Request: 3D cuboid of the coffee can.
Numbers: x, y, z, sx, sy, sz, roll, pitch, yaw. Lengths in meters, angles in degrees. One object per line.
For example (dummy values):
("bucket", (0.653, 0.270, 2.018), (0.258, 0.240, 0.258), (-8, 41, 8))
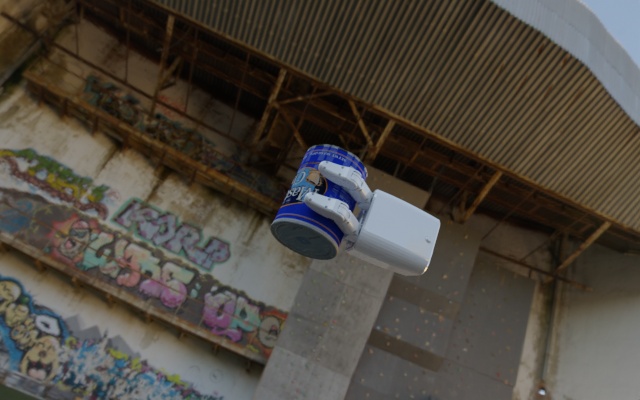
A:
("coffee can", (0.000, 0.002, 0.709), (0.103, 0.140, 0.103), (18, -28, 10))
